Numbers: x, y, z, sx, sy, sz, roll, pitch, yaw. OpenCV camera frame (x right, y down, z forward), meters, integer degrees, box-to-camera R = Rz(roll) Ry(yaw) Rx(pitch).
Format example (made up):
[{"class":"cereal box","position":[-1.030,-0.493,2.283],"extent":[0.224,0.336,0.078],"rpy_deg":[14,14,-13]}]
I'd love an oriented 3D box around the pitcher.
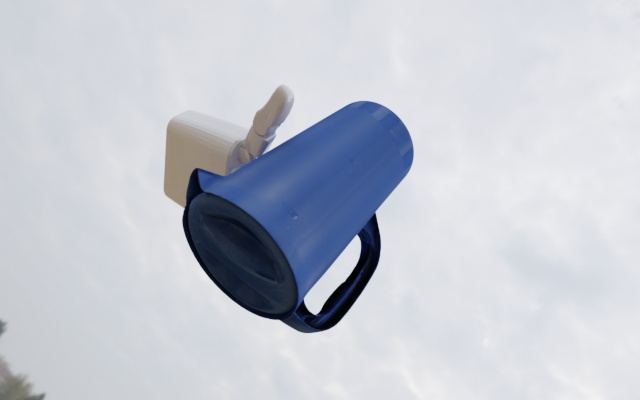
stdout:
[{"class":"pitcher","position":[0.000,0.001,0.481],"extent":[0.145,0.149,0.242],"rpy_deg":[23,44,28]}]
